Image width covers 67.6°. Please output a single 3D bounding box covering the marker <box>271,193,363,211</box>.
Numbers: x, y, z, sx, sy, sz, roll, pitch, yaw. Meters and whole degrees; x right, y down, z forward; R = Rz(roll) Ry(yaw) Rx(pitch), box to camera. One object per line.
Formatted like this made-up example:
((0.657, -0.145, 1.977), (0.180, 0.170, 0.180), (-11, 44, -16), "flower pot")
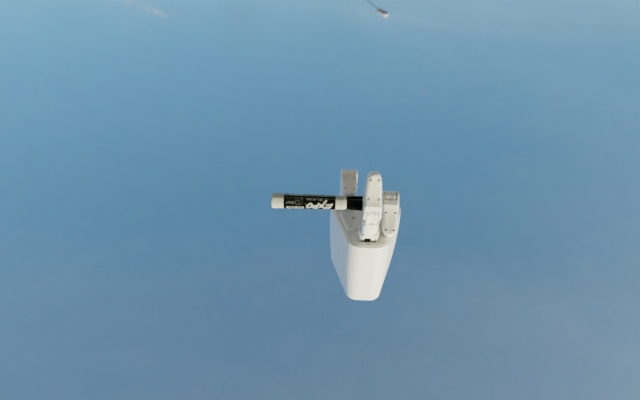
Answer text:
((0.000, 0.002, 0.593), (0.121, 0.020, 0.020), (2, 0, 1), "marker")
